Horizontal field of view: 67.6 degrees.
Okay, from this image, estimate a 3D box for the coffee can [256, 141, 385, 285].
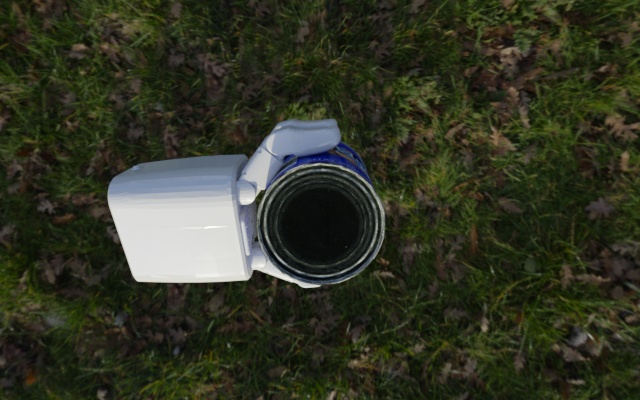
[{"bbox_3d":[0.000,0.001,0.442,0.103,0.103,0.140,0,15,0],"label":"coffee can"}]
